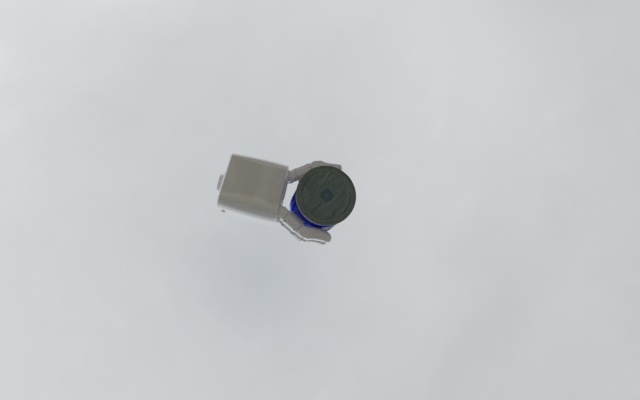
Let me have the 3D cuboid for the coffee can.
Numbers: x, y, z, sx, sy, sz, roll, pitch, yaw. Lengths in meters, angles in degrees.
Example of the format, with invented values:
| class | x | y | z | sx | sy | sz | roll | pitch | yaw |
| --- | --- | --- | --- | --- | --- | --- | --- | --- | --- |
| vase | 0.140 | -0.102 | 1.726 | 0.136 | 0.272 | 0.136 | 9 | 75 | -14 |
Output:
| class | x | y | z | sx | sy | sz | roll | pitch | yaw |
| --- | --- | --- | --- | --- | --- | --- | --- | --- | --- |
| coffee can | 0.000 | 0.003 | 0.864 | 0.103 | 0.103 | 0.140 | 0 | -10 | -8 |
